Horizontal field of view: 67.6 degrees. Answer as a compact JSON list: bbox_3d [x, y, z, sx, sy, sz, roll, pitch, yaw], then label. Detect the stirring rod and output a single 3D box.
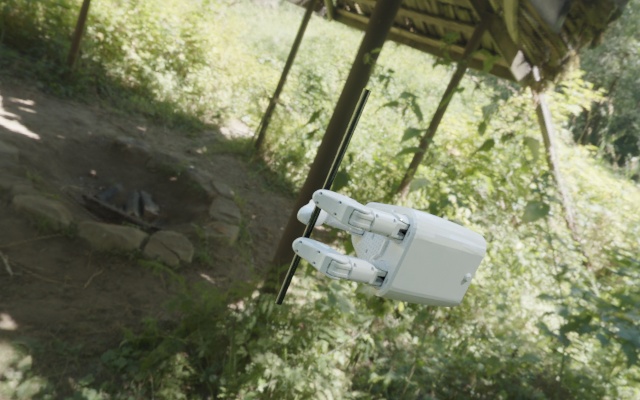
[{"bbox_3d":[0.000,0.002,0.486,0.011,0.239,0.011,22,13,-5],"label":"stirring rod"}]
